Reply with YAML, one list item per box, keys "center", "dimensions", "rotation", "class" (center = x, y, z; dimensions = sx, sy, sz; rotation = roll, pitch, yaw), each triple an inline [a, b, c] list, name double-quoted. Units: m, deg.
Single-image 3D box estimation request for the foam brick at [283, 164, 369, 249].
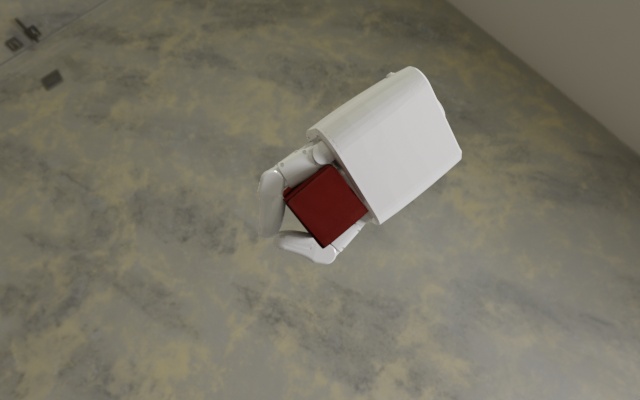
- center: [0.000, 0.002, 0.429]
  dimensions: [0.051, 0.053, 0.078]
  rotation: [-39, 11, -4]
  class: "foam brick"
